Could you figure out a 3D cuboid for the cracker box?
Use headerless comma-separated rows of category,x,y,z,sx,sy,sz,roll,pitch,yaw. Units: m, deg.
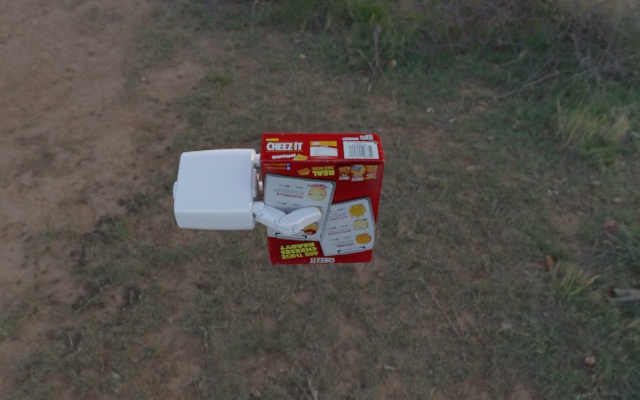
cracker box,0.000,0.002,0.705,0.164,0.214,0.072,-1,45,-2
